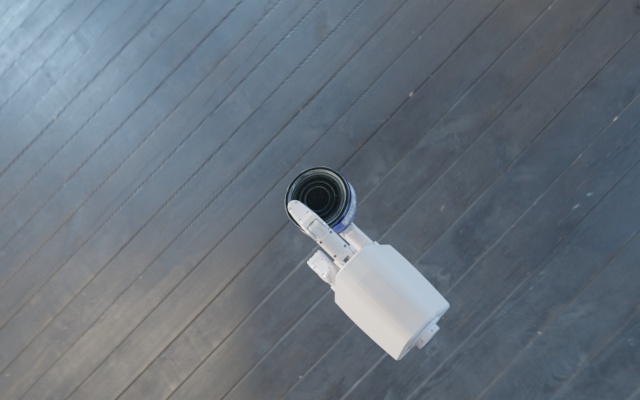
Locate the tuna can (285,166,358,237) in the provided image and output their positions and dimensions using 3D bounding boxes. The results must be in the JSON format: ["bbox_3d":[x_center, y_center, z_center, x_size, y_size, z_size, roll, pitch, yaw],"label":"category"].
[{"bbox_3d":[0.000,0.002,0.586,0.086,0.086,0.034,0,-17,19],"label":"tuna can"}]
